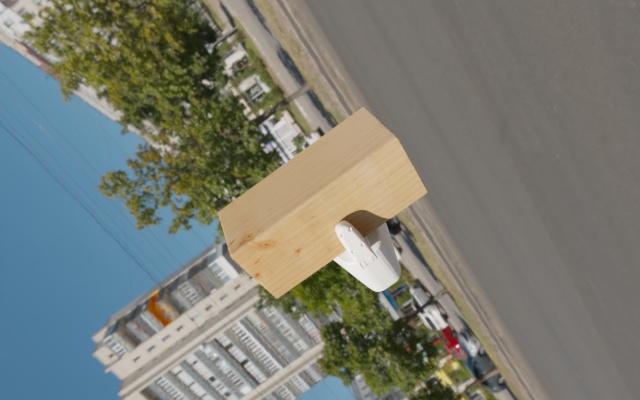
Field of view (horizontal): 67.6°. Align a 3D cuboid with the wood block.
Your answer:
[{"bbox_3d":[0.000,0.002,0.535,0.206,0.090,0.090,-36,38,3],"label":"wood block"}]
